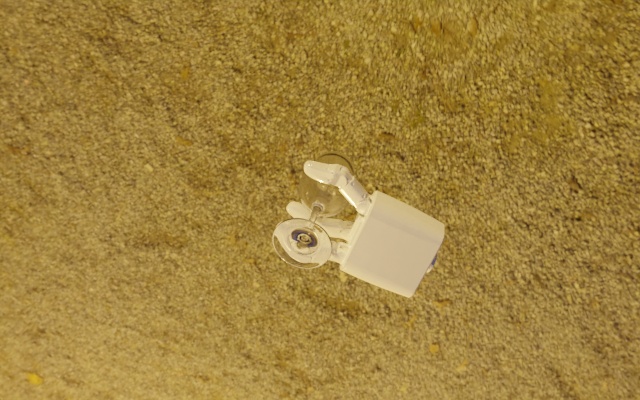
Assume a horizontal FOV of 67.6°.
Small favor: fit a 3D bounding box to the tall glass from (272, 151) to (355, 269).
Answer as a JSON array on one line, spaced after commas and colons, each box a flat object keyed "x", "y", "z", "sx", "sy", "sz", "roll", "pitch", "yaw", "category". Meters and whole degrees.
[{"x": 0.000, "y": 0.002, "z": 0.652, "sx": 0.079, "sy": 0.079, "sz": 0.201, "roll": 0, "pitch": 31, "yaw": 15, "category": "tall glass"}]
